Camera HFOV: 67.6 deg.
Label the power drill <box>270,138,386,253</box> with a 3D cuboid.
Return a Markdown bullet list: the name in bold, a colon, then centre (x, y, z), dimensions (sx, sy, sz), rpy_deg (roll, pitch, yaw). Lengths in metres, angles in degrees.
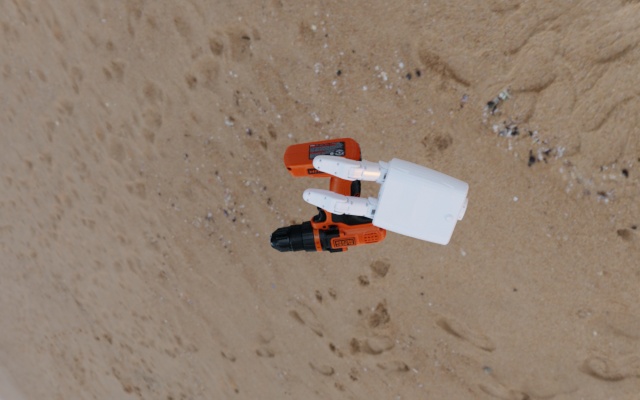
- **power drill**: centre (0.000, 0.002, 0.711), dimensions (0.184, 0.188, 0.057), rpy_deg (-8, 42, 4)
